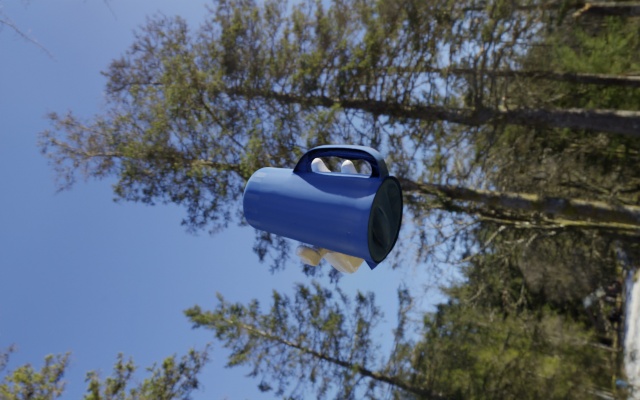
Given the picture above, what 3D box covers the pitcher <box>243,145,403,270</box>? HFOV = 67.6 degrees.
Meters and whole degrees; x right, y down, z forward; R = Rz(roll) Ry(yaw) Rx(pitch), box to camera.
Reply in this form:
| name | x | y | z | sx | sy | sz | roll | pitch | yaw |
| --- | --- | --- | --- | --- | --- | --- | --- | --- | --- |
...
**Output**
| name | x | y | z | sx | sy | sz | roll | pitch | yaw |
| --- | --- | --- | --- | --- | --- | --- | --- | --- | --- |
| pitcher | 0.000 | 0.003 | 0.758 | 0.243 | 0.149 | 0.145 | 10 | -24 | 29 |
